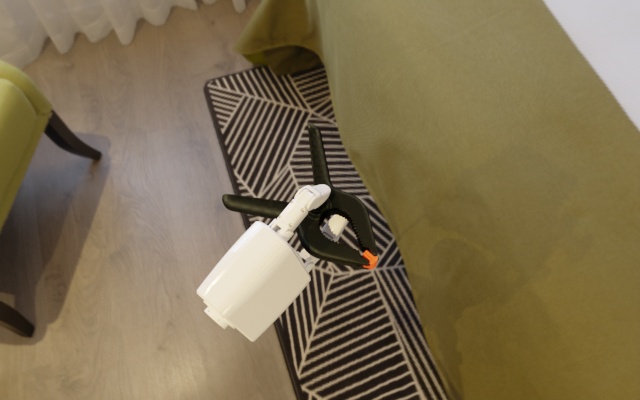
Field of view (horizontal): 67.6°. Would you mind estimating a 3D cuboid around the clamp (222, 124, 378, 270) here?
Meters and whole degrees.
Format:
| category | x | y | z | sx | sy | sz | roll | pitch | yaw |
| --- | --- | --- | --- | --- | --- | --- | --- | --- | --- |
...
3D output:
| category | x | y | z | sx | sy | sz | roll | pitch | yaw |
| --- | --- | --- | --- | --- | --- | --- | --- | --- | --- |
| clamp | 0.000 | 0.002 | 0.613 | 0.210 | 0.164 | 0.036 | 37 | -15 | 17 |
